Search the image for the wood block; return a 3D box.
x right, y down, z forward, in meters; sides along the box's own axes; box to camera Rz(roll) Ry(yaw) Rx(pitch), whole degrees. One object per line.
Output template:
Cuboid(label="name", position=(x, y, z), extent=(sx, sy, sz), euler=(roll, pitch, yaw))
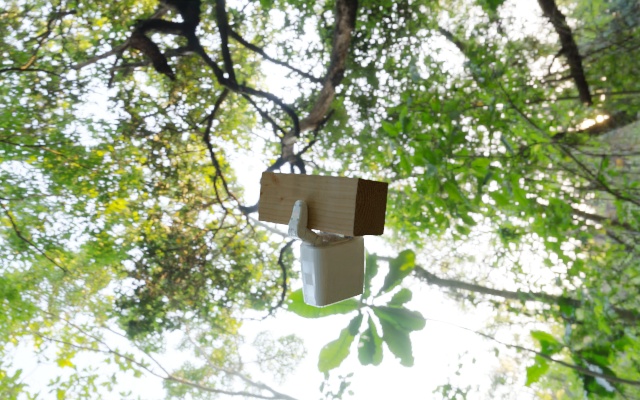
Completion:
Cuboid(label="wood block", position=(0.000, 0.003, 0.804), extent=(0.206, 0.090, 0.091), euler=(6, 2, 38))
